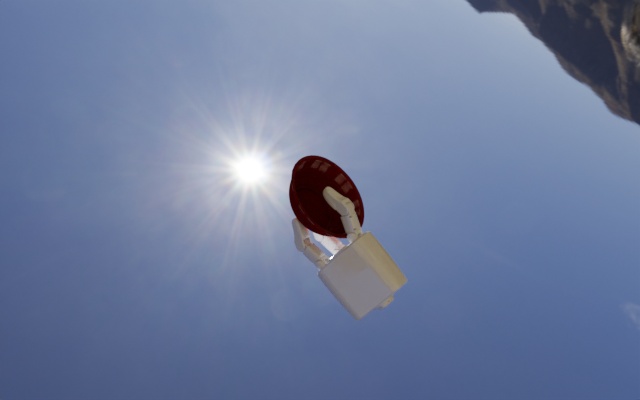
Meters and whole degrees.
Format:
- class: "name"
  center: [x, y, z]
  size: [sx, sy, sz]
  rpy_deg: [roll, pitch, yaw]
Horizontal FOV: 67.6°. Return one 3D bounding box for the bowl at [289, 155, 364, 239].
- class: "bowl"
  center: [-0.001, 0.002, 0.837]
  size: [0.162, 0.162, 0.055]
  rpy_deg: [0, -27, -44]
